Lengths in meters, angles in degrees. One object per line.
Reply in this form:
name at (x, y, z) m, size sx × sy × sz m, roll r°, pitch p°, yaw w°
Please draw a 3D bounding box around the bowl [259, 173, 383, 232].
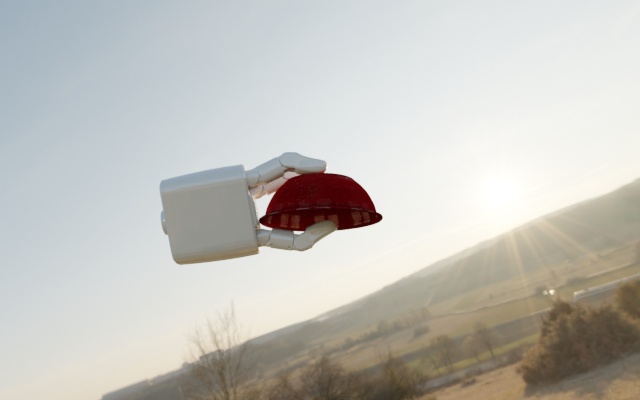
bowl at (0.001, 0.002, 0.627) m, size 0.162 × 0.055 × 0.162 m, roll -1°, pitch -13°, yaw 0°
